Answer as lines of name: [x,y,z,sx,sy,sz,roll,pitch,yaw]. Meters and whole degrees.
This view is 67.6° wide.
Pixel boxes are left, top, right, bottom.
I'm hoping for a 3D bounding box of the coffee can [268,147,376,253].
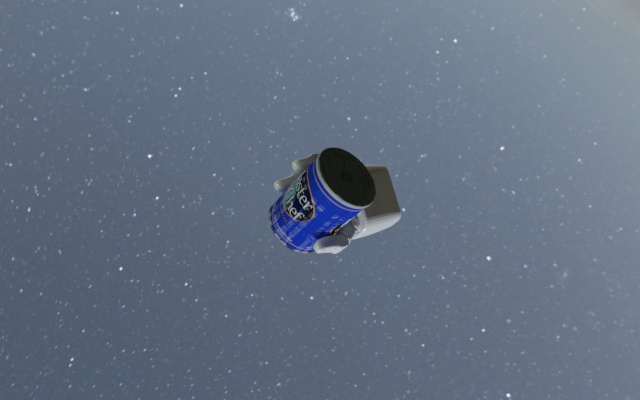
coffee can: [0.000,0.002,0.720,0.103,0.102,0.140,0,-32,-42]
